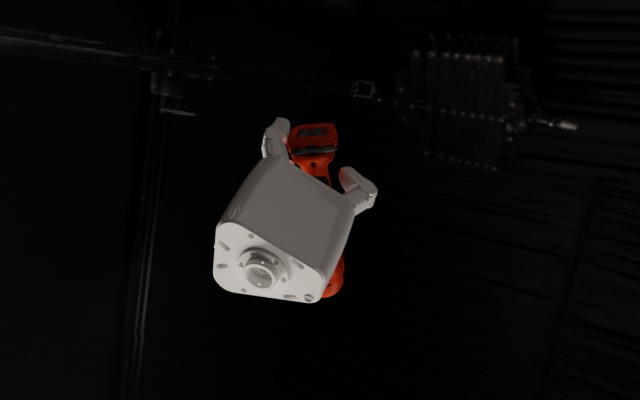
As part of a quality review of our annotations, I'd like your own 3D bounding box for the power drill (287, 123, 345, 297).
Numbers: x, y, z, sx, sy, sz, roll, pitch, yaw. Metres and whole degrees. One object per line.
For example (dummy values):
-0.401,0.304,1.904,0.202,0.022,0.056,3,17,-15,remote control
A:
0.000,0.002,0.597,0.057,0.188,0.184,-6,17,1,power drill
